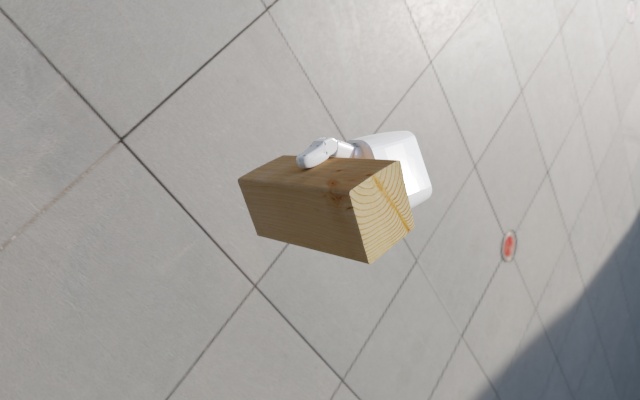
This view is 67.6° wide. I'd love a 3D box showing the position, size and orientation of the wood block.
[{"bbox_3d":[0.000,0.002,0.596,0.090,0.091,0.206,-32,26,-36],"label":"wood block"}]
